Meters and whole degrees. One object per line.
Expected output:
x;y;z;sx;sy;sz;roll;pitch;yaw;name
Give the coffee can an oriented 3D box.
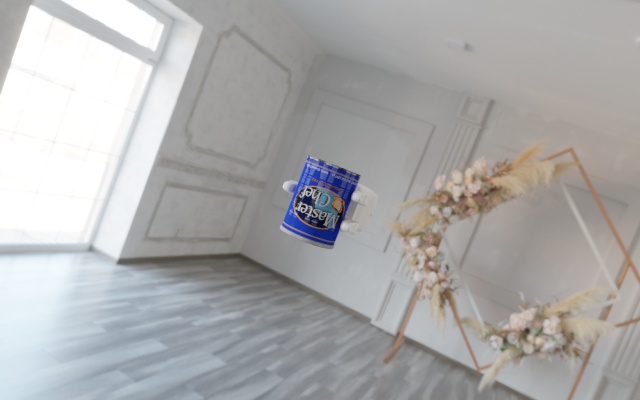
0.000;0.003;0.852;0.103;0.140;0.103;21;3;-1;coffee can
